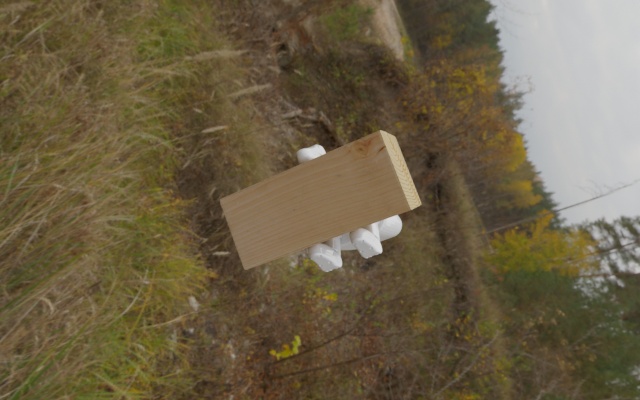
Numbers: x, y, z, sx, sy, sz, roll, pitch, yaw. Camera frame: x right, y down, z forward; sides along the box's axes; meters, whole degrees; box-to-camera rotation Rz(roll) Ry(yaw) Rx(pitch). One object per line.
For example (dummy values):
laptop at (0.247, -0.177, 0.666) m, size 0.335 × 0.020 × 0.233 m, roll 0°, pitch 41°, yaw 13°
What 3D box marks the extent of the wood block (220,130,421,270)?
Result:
wood block at (0.000, 0.001, 0.562) m, size 0.206 × 0.091 × 0.090 m, roll -22°, pitch -4°, yaw 19°
